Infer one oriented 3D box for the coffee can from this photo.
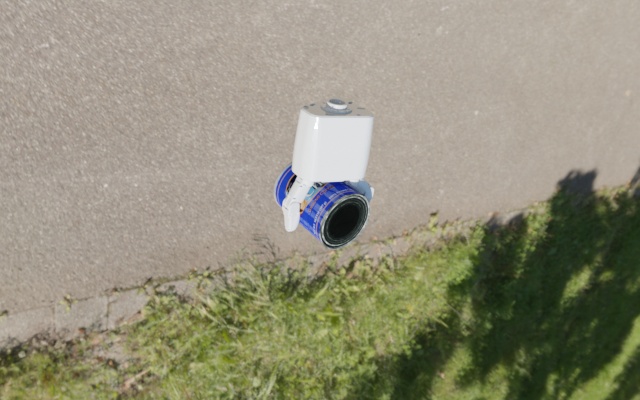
[{"bbox_3d":[0.000,0.003,0.806,0.103,0.103,0.140,0,28,-41],"label":"coffee can"}]
